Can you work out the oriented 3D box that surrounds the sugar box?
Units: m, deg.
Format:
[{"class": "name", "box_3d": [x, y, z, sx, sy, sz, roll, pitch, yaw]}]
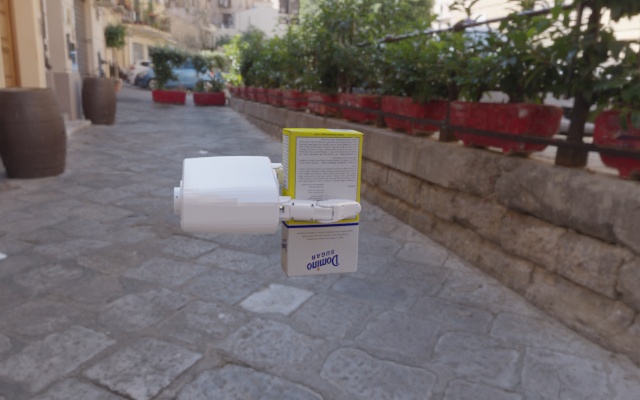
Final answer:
[{"class": "sugar box", "box_3d": [0.000, 0.002, 0.587, 0.093, 0.176, 0.048, -1, 14, -17]}]
